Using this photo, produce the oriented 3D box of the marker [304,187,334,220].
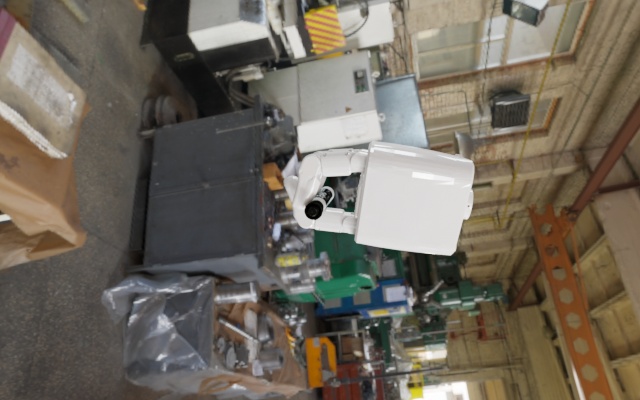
[{"bbox_3d":[0.000,0.002,0.537,0.020,0.020,0.121,0,9,8],"label":"marker"}]
